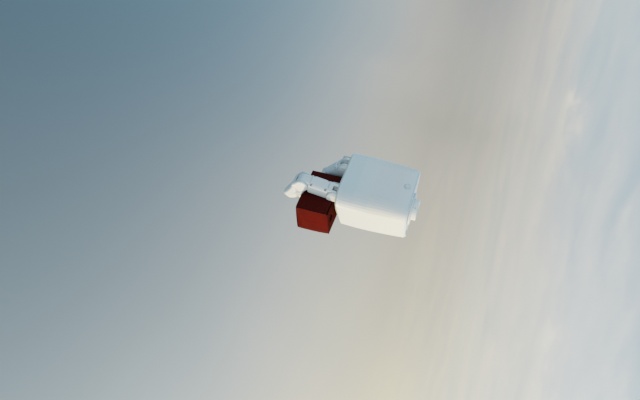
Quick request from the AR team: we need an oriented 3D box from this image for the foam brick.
[{"bbox_3d":[0.000,0.003,0.731,0.051,0.078,0.053,15,-34,13],"label":"foam brick"}]
